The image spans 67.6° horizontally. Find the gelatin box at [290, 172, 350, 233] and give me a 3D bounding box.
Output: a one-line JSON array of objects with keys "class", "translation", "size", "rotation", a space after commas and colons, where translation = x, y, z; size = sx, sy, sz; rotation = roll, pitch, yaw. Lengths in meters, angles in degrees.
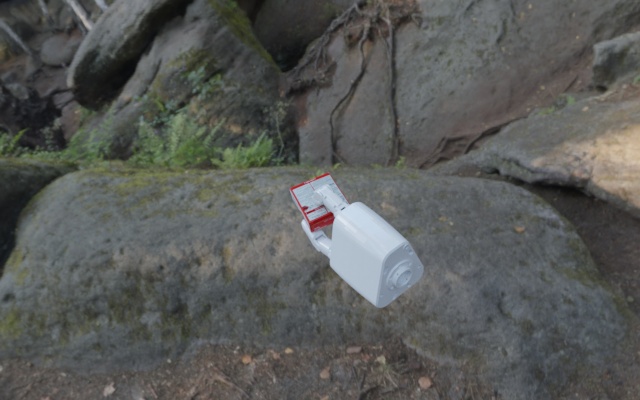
[{"class": "gelatin box", "translation": [0.000, 0.002, 0.780], "size": [0.073, 0.030, 0.089], "rotation": [-23, 49, -9]}]
